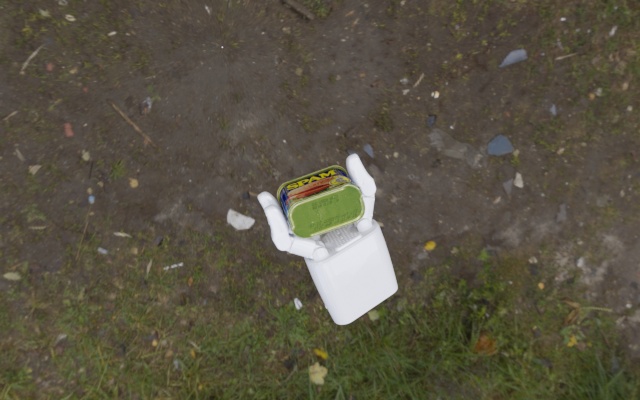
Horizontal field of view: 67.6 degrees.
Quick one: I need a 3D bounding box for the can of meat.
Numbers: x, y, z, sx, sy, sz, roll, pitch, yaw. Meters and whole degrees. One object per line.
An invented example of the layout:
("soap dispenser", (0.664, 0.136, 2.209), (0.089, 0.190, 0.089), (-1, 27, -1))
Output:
("can of meat", (0.000, 0.002, 0.619), (0.102, 0.057, 0.084), (-19, 21, -5))
